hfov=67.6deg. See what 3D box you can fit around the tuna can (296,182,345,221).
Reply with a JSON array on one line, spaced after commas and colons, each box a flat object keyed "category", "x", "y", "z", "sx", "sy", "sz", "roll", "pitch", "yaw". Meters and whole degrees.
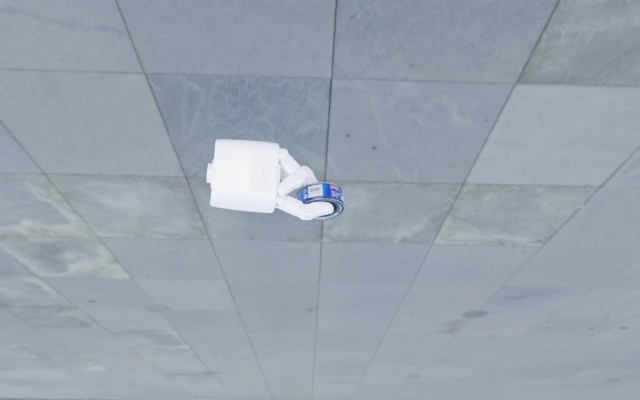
[{"category": "tuna can", "x": 0.000, "y": 0.003, "z": 0.852, "sx": 0.086, "sy": 0.033, "sz": 0.086, "roll": -4, "pitch": -29, "yaw": -2}]
